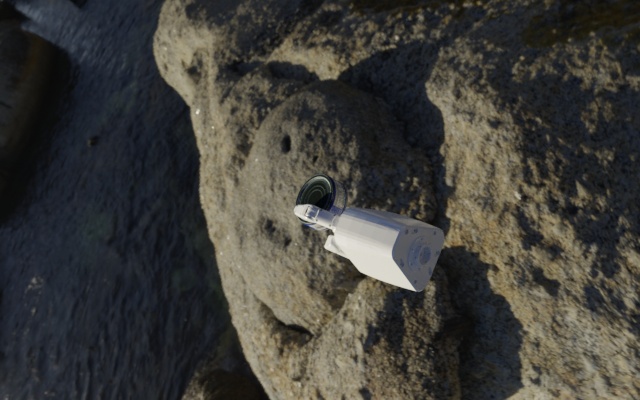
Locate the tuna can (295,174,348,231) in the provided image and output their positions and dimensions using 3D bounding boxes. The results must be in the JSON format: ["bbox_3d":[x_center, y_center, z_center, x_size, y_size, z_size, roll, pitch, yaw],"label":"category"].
[{"bbox_3d":[0.000,0.002,0.750,0.034,0.086,0.086,26,-17,-40],"label":"tuna can"}]
